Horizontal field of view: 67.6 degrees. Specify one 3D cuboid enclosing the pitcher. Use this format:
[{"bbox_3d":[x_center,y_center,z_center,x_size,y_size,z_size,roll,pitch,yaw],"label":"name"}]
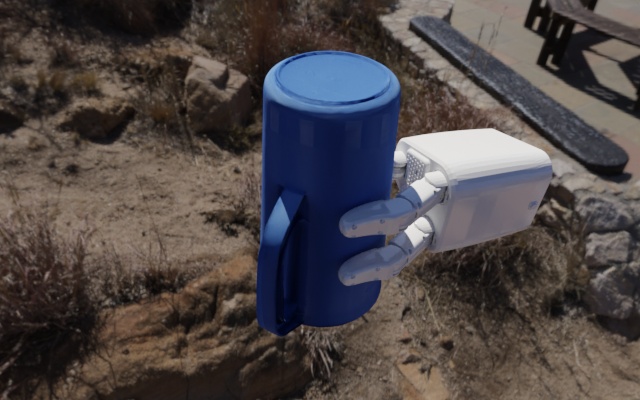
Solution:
[{"bbox_3d":[0.000,0.001,0.438,0.145,0.243,0.149,-9,42,-13],"label":"pitcher"}]
